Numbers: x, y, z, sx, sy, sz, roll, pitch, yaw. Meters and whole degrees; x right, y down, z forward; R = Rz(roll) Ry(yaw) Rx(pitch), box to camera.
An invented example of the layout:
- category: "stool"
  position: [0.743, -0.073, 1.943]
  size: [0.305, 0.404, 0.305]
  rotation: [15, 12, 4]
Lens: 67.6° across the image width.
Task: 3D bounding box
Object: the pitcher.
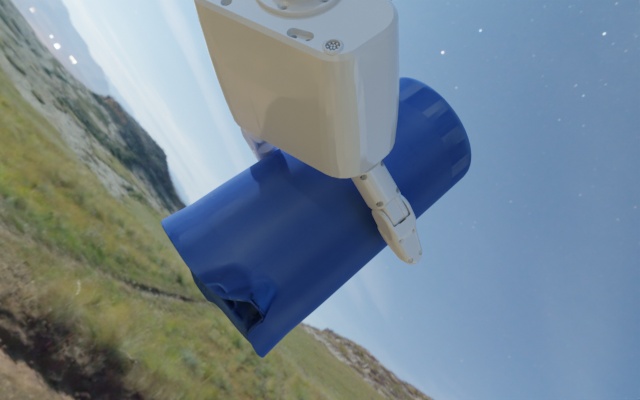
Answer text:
- category: "pitcher"
  position: [0.000, 0.001, 0.410]
  size: [0.243, 0.149, 0.145]
  rotation: [-36, -27, -13]
